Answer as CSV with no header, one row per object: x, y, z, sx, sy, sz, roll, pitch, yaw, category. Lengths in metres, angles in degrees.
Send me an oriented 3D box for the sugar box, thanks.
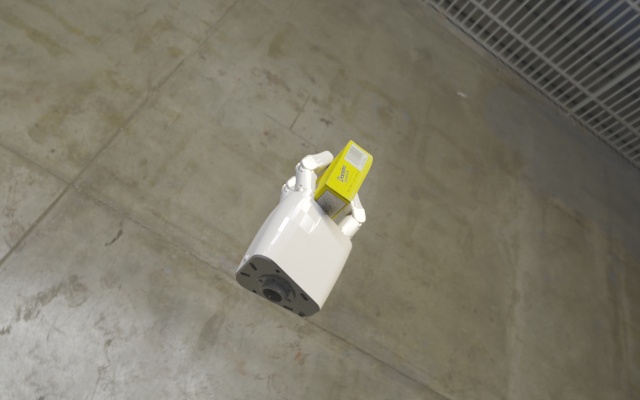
0.000,0.002,0.668,0.048,0.093,0.176,37,-41,-8,sugar box
